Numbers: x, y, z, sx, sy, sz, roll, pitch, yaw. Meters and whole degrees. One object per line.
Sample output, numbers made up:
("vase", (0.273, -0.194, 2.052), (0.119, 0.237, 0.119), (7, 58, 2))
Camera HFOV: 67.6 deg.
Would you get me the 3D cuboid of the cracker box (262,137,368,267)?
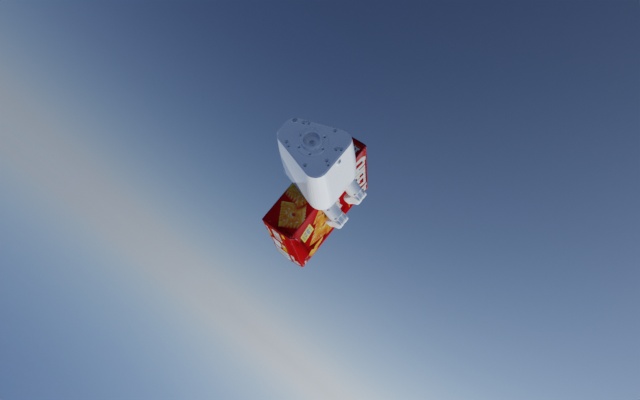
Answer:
("cracker box", (0.000, 0.003, 0.866), (0.072, 0.213, 0.164), (34, -17, 19))
